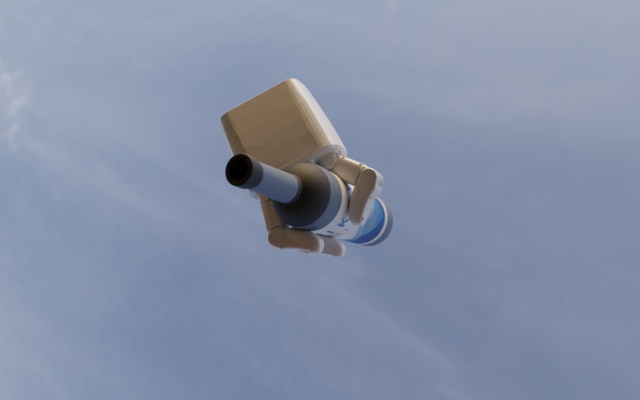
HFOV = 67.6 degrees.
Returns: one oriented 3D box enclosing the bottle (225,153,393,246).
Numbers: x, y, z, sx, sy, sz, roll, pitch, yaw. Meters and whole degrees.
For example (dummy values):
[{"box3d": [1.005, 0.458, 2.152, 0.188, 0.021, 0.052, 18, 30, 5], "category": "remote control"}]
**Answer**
[{"box3d": [0.000, 0.002, 0.509, 0.069, 0.069, 0.296, 0, -10, 27], "category": "bottle"}]
